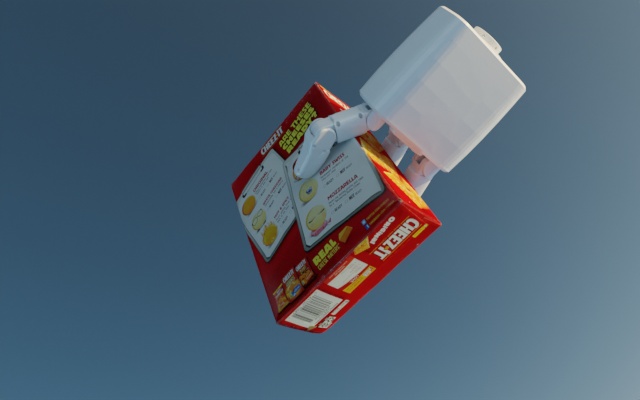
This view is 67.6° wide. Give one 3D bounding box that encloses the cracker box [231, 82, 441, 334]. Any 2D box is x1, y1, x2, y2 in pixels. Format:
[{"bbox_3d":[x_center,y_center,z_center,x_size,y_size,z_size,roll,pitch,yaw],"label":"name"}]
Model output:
[{"bbox_3d":[0.000,0.002,0.496,0.072,0.164,0.213,28,23,-39],"label":"cracker box"}]
